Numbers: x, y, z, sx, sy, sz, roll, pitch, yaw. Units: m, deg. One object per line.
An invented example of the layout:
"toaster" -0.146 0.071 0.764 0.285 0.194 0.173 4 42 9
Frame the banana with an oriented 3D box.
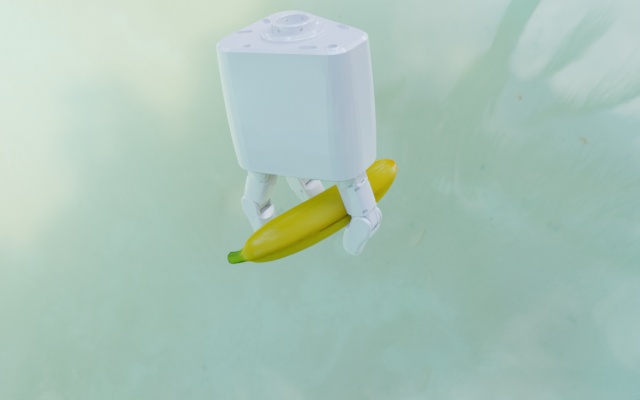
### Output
"banana" 0.005 0.006 0.446 0.198 0.037 0.069 -28 21 -18
